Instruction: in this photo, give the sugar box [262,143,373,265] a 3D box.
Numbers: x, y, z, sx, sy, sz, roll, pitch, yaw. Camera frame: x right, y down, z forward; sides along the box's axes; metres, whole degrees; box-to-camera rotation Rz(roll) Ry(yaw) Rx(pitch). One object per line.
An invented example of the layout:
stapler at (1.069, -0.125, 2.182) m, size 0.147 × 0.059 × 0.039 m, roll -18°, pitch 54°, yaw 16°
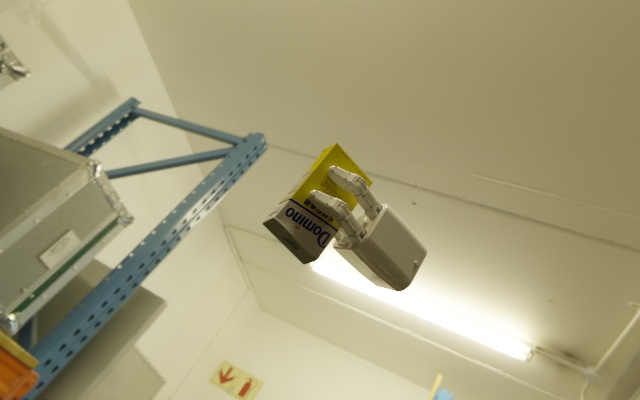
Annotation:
sugar box at (0.001, 0.002, 0.734) m, size 0.048 × 0.093 × 0.176 m, roll -25°, pitch 24°, yaw 53°
